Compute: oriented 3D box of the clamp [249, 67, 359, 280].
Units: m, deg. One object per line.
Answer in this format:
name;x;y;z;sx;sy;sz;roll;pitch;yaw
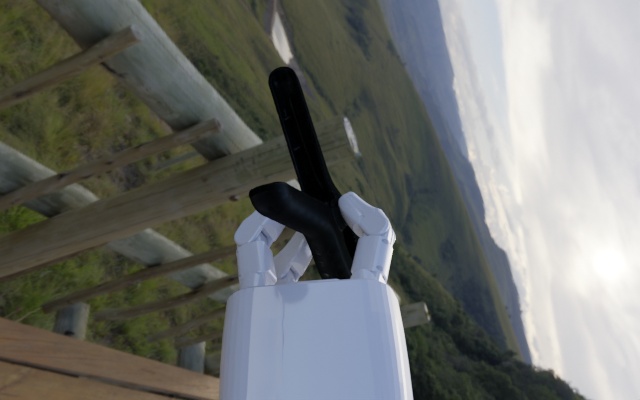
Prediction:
clamp;0.001;0.002;0.402;0.036;0.164;0.210;-15;-43;15
